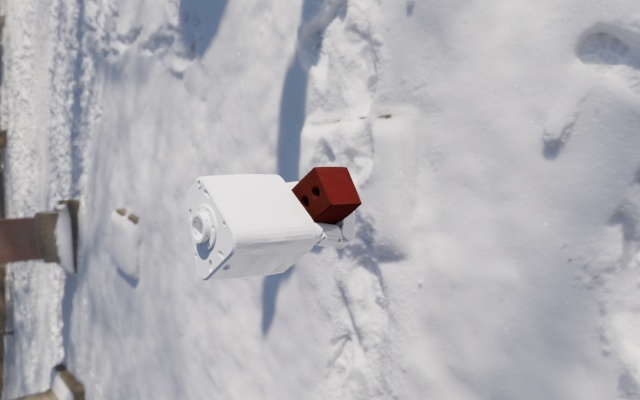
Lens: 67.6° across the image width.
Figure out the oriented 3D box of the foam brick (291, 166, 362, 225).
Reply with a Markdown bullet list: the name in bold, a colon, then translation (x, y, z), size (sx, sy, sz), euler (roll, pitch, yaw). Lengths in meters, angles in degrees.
- **foam brick**: translation (0.000, 0.002, 0.568), size (0.051, 0.053, 0.078), euler (-1, -31, -42)
